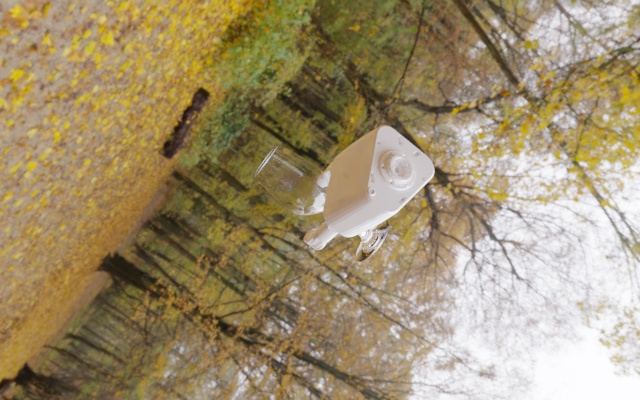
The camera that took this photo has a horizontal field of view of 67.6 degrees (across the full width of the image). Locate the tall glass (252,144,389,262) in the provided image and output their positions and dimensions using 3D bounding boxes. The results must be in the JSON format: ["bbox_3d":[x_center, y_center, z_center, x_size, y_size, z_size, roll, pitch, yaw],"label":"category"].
[{"bbox_3d":[0.001,0.003,0.693,0.201,0.079,0.079,37,-8,-11],"label":"tall glass"}]
